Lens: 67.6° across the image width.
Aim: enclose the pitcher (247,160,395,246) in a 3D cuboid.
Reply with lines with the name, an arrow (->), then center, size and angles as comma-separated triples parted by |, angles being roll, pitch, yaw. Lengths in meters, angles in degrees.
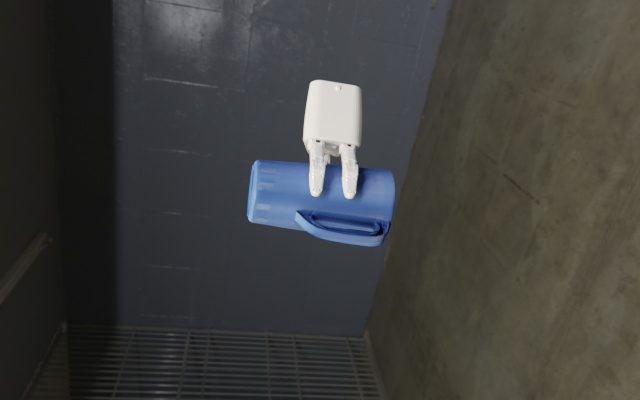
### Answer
pitcher -> 0.000, 0.003, 0.821 | 0.243, 0.145, 0.149 | 6, -9, -10
